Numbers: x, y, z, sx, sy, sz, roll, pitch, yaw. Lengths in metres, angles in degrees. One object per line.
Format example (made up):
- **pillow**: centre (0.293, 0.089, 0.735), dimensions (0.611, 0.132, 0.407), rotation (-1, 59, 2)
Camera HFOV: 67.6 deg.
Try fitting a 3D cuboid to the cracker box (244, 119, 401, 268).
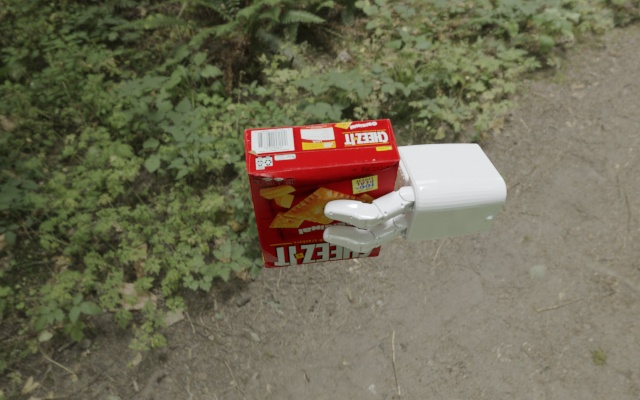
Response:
- **cracker box**: centre (0.000, 0.002, 0.592), dimensions (0.164, 0.072, 0.214), rotation (-5, -36, -4)
